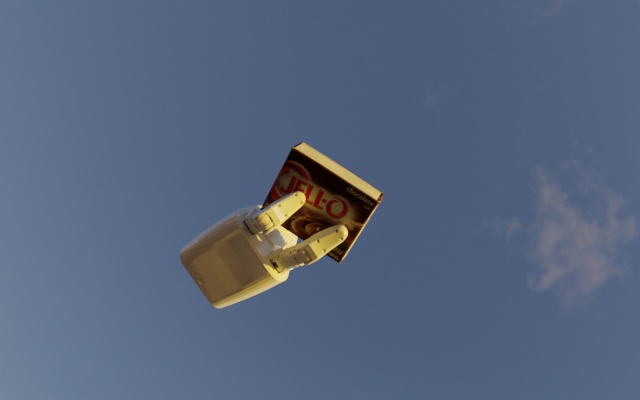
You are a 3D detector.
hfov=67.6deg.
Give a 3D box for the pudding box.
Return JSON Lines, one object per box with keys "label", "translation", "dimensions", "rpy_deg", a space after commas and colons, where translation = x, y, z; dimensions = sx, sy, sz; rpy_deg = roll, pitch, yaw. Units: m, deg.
{"label": "pudding box", "translation": [0.000, 0.002, 0.536], "dimensions": [0.113, 0.090, 0.039], "rpy_deg": [31, 26, 4]}
